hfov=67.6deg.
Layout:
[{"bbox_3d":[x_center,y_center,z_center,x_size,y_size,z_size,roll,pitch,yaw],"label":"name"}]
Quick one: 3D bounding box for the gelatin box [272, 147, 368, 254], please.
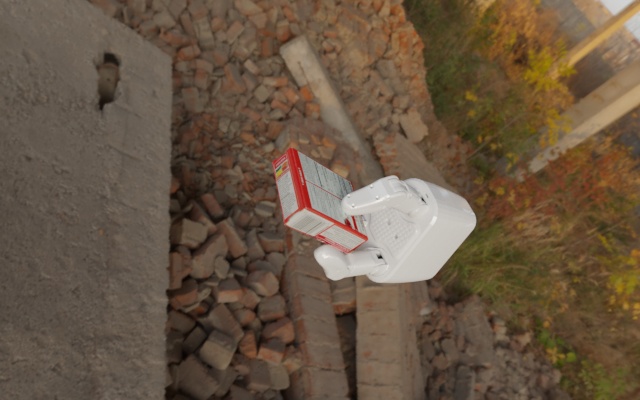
[{"bbox_3d":[0.000,0.001,0.439,0.030,0.073,0.089,-37,-43,26],"label":"gelatin box"}]
